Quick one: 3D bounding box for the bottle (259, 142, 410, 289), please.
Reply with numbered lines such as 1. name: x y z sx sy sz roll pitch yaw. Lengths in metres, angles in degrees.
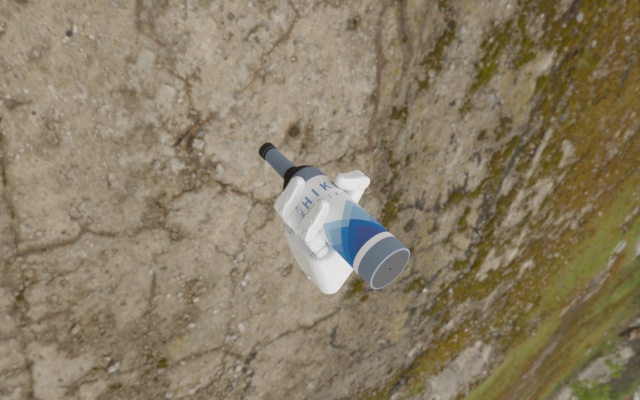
1. bottle: 0.000 0.002 0.678 0.069 0.069 0.295 0 35 -46
